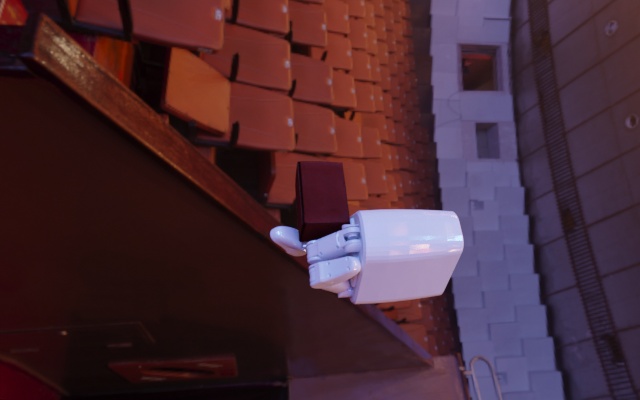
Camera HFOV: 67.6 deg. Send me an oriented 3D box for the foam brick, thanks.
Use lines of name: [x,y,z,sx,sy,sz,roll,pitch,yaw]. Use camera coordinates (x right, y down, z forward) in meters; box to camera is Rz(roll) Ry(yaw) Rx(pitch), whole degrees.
foam brick: [0.000,0.001,0.536,0.051,0.078,0.053,-2,-26,-8]
